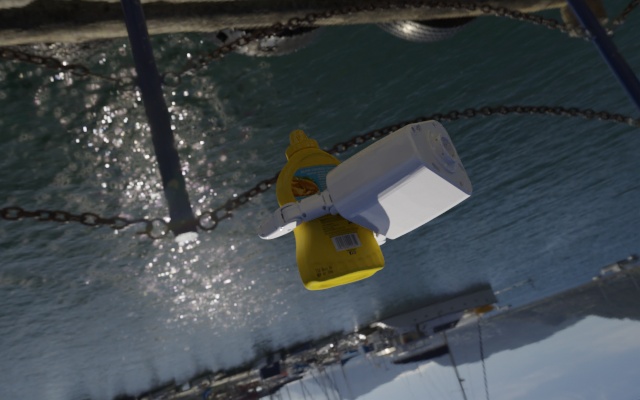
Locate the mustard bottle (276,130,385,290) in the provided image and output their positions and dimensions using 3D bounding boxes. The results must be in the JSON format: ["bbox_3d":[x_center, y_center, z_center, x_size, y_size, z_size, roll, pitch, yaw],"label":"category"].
[{"bbox_3d":[0.000,0.002,0.556,0.096,0.191,0.058,-8,-22,-28],"label":"mustard bottle"}]
